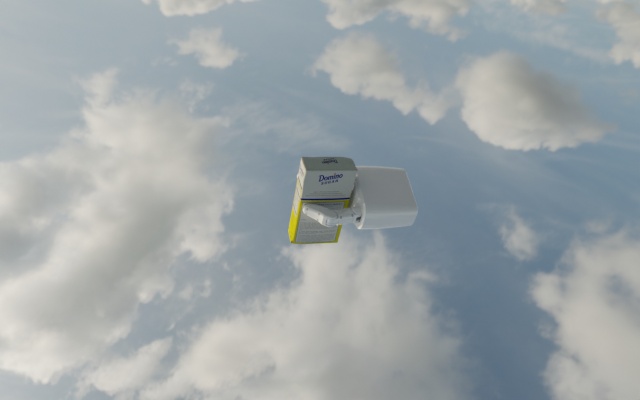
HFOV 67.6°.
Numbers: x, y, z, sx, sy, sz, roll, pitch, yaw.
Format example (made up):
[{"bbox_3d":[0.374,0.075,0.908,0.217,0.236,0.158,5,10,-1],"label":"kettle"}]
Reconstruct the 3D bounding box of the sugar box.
[{"bbox_3d":[0.000,0.003,0.854,0.093,0.176,0.048,-1,39,-17],"label":"sugar box"}]
